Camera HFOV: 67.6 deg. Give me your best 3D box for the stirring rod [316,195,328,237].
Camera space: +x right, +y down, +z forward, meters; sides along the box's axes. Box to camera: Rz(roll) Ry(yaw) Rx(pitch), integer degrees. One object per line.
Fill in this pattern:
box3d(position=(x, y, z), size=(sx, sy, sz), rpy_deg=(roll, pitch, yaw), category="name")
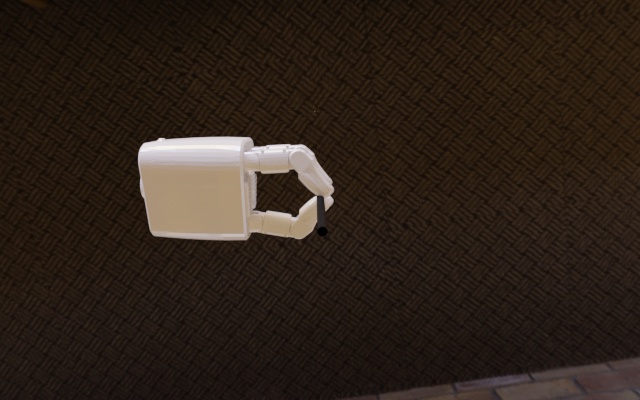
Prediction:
box3d(position=(0.000, 0.002, 0.479), size=(0.011, 0.011, 0.239), rpy_deg=(0, 11, -1), category="stirring rod")
